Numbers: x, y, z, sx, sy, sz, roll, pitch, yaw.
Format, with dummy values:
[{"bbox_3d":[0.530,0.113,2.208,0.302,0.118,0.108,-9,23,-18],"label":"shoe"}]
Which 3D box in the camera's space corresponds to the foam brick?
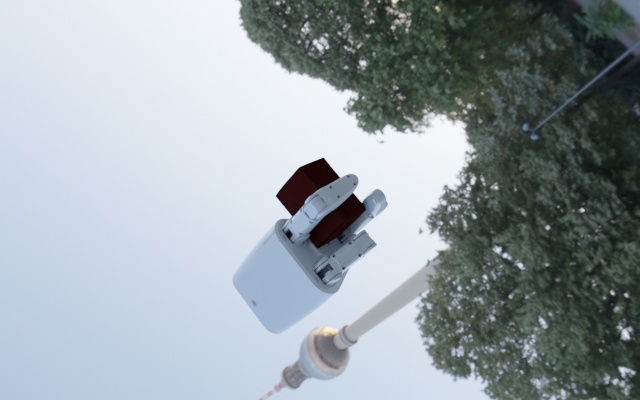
[{"bbox_3d":[0.000,0.001,0.523,0.051,0.078,0.053,-46,-13,35],"label":"foam brick"}]
